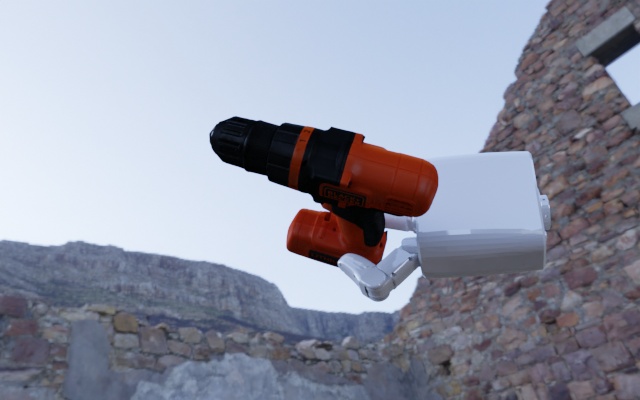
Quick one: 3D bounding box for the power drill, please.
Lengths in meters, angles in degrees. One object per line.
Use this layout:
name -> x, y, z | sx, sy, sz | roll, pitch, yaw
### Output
power drill -> 0.000, 0.002, 0.437 | 0.184, 0.057, 0.188 | 17, -24, 8
